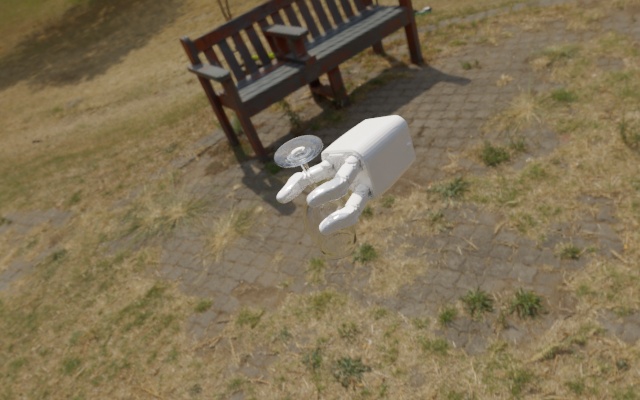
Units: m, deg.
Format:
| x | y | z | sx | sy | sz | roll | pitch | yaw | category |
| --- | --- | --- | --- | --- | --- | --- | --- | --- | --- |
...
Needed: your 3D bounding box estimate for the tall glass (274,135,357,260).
| x | y | z | sx | sy | sz | roll | pitch | yaw | category |
| --- | --- | --- | --- | --- | --- | --- | --- | --- | --- |
| 0.000 | 0.002 | 0.736 | 0.079 | 0.201 | 0.079 | -15 | 37 | 11 | tall glass |
